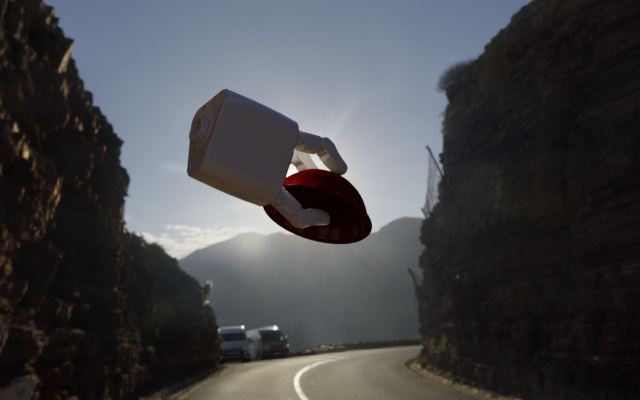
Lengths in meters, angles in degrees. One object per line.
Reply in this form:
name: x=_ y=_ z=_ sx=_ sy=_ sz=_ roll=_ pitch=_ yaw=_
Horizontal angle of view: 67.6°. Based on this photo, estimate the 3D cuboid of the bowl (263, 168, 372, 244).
bowl: x=0.001 y=0.003 z=0.690 sx=0.162 sy=0.055 sz=0.162 roll=12 pitch=-30 yaw=7
